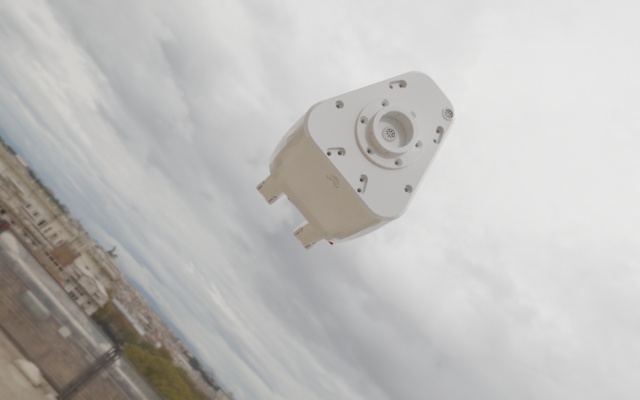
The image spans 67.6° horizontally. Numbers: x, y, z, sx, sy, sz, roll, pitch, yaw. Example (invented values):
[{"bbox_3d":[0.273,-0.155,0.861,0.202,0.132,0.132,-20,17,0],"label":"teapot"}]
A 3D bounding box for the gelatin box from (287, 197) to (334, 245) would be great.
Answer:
[{"bbox_3d":[0.000,0.001,0.486,0.030,0.073,0.089,-41,-11,-16],"label":"gelatin box"}]
